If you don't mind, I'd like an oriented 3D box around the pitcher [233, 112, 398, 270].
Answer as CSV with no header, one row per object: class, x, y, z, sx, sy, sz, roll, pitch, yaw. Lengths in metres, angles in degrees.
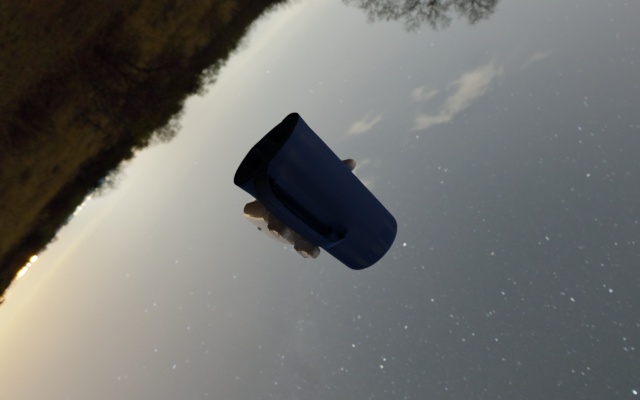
pitcher,0.000,0.002,0.704,0.243,0.149,0.145,41,-19,-22
